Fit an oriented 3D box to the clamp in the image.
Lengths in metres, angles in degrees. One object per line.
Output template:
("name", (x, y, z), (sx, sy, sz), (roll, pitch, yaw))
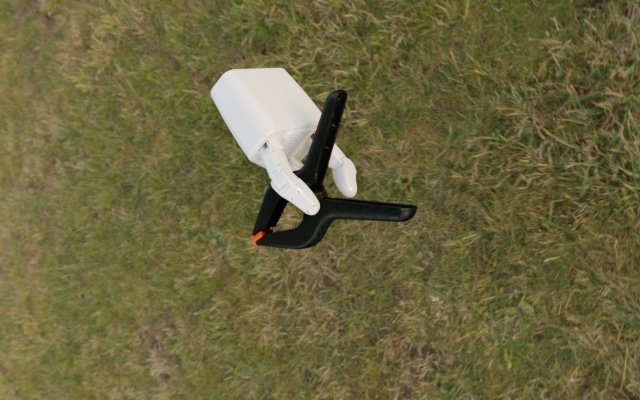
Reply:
("clamp", (-0.001, 0.002, 0.552), (0.210, 0.164, 0.036), (-44, -20, 26))
